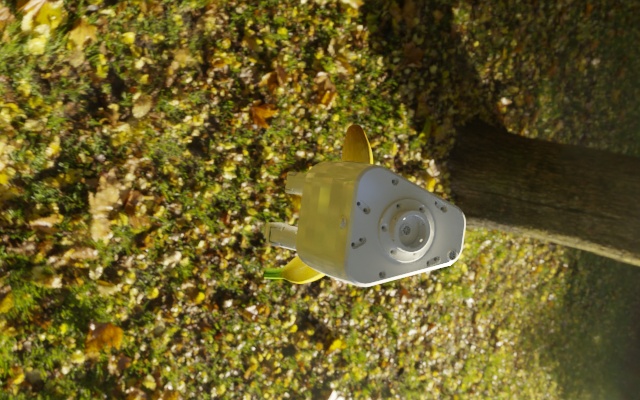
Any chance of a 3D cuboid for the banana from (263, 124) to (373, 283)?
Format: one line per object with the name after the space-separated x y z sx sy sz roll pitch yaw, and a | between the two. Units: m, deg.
0.014 0.014 0.516 0.069 0.198 0.037 31 -3 2 | banana
